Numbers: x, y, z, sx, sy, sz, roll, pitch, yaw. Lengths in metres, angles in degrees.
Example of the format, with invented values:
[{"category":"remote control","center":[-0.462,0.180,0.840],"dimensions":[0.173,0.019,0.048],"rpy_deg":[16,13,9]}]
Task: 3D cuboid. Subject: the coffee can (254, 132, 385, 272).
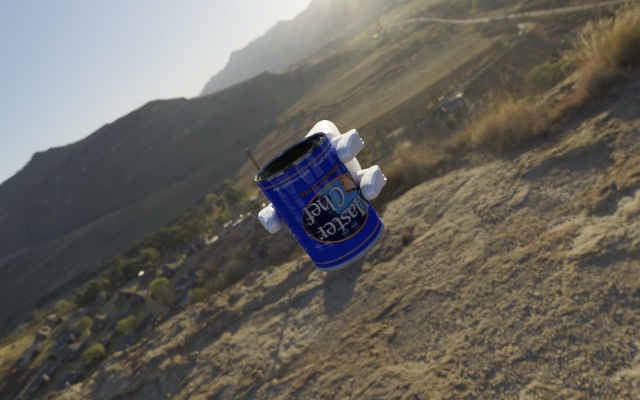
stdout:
[{"category":"coffee can","center":[0.000,0.002,0.588],"dimensions":[0.103,0.140,0.102],"rpy_deg":[-31,18,11]}]
